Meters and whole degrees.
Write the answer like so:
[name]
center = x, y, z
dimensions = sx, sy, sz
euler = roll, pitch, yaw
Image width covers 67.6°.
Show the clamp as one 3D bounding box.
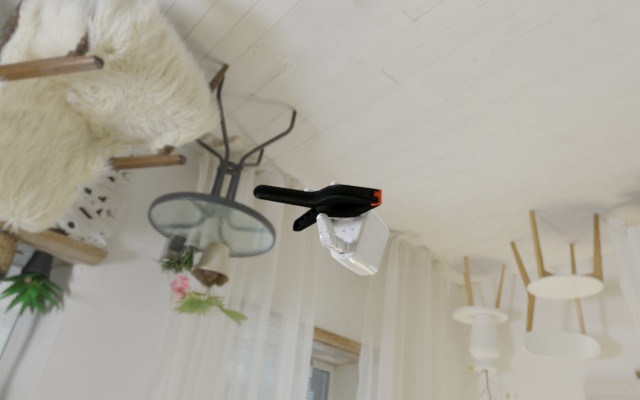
[clamp]
center = 0.001, 0.003, 0.823
dimensions = 0.210, 0.036, 0.165
euler = -11, -29, 28
